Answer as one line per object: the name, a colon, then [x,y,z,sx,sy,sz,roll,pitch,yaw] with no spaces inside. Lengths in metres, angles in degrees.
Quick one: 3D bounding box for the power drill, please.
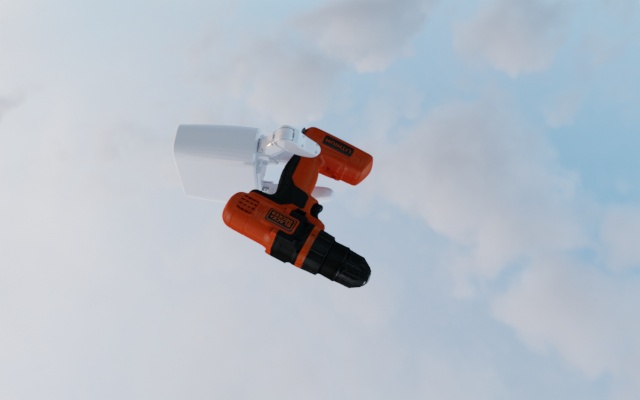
power drill: [0.000,0.002,0.589,0.184,0.187,0.057,28,-41,3]
